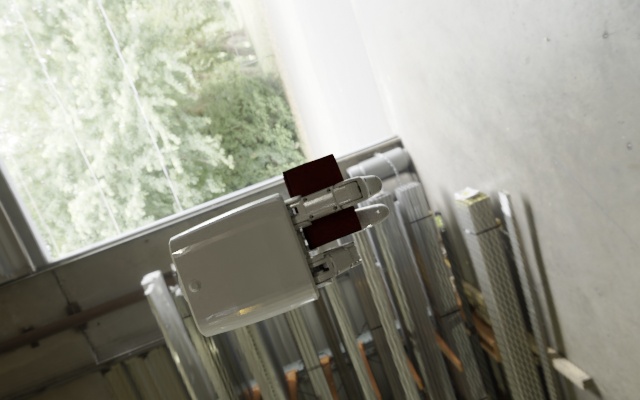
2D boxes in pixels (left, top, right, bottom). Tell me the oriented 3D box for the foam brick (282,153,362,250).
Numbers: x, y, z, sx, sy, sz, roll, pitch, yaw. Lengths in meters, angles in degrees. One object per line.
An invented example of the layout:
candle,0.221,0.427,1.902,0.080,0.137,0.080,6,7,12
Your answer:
foam brick,0.000,0.001,0.455,0.051,0.078,0.053,-20,-2,-4
